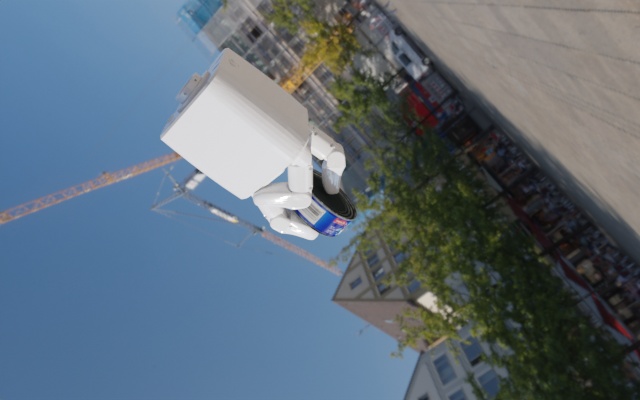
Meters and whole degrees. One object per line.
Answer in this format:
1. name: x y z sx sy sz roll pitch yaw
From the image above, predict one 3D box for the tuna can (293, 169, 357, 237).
1. tuna can: 0.000 0.002 0.563 0.034 0.086 0.086 -47 -20 20
